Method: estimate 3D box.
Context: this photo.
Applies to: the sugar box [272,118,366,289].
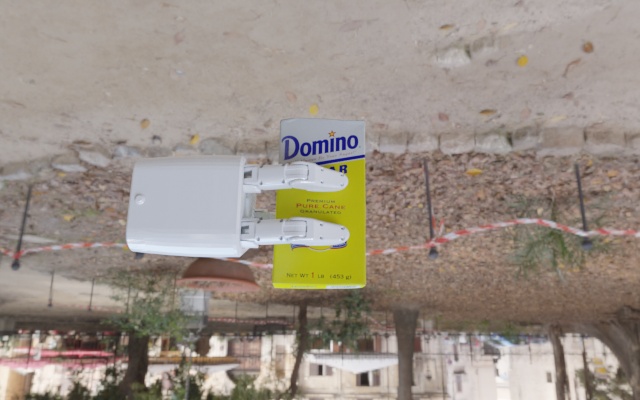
[{"bbox_3d":[0.000,0.002,0.496,0.093,0.176,0.048,1,-15,-2],"label":"sugar box"}]
